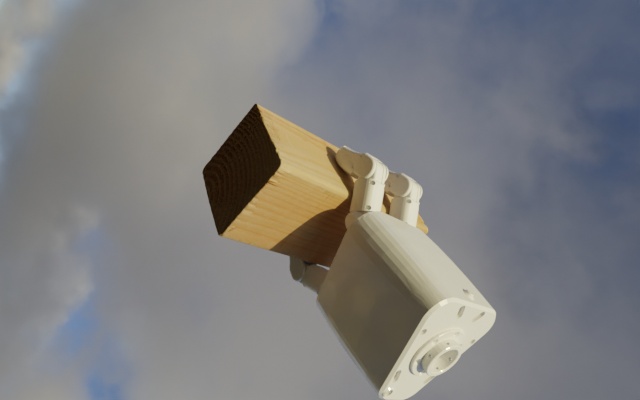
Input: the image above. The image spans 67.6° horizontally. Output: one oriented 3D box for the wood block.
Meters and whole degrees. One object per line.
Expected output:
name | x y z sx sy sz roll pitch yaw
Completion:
wood block | 0.000 0.002 0.476 0.206 0.090 0.091 23 -60 -41
